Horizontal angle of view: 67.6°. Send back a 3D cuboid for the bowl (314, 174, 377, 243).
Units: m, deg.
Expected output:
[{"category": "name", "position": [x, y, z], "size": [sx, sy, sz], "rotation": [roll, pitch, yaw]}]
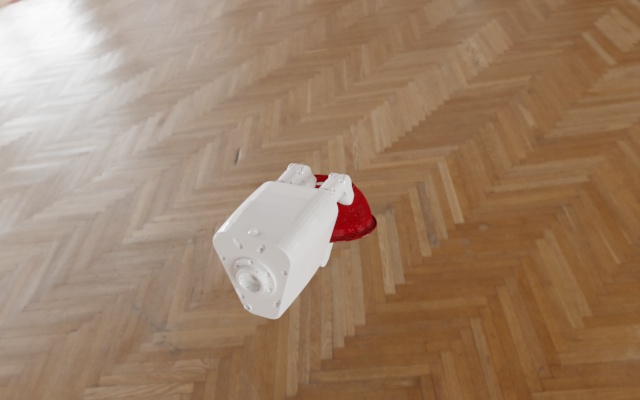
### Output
[{"category": "bowl", "position": [0.000, 0.001, 0.665], "size": [0.162, 0.055, 0.162], "rotation": [3, 19, -1]}]
